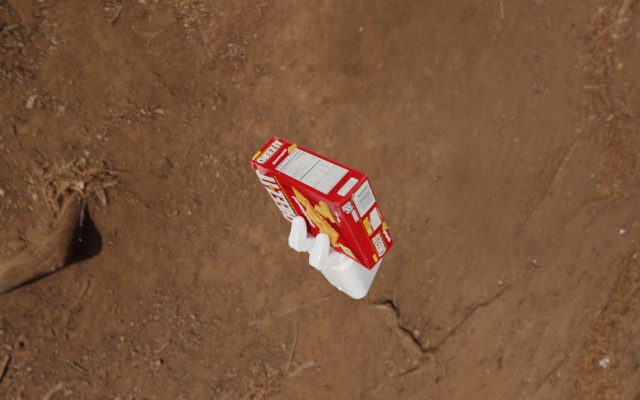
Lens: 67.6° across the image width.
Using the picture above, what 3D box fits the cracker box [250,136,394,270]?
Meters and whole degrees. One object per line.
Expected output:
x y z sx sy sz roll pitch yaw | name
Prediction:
0.000 0.002 0.767 0.213 0.072 0.164 27 -25 41 | cracker box
